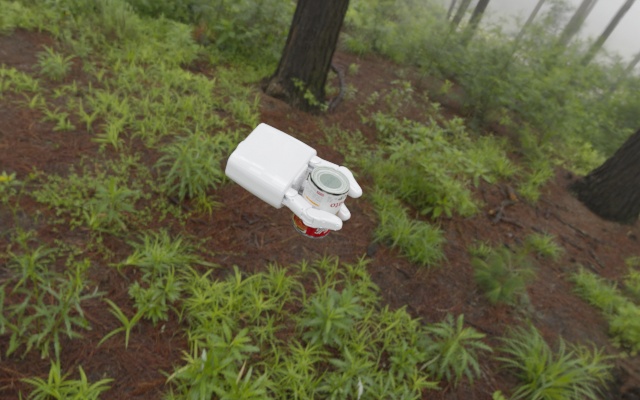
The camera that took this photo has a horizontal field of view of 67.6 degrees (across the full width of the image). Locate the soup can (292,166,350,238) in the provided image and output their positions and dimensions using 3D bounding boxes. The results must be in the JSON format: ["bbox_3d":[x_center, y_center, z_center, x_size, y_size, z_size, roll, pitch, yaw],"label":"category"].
[{"bbox_3d":[0.001,0.003,0.771,0.068,0.102,0.068,14,40,-12],"label":"soup can"}]
